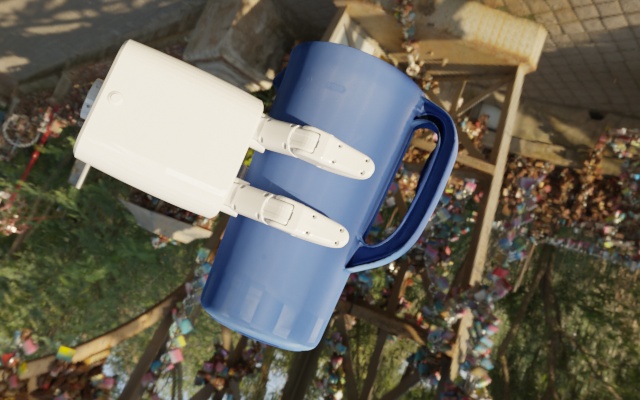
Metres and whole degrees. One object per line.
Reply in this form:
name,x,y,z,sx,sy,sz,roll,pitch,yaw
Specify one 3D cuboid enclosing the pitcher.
pitcher,0.000,0.001,0.415,0.145,0.243,0.149,25,-8,-21
